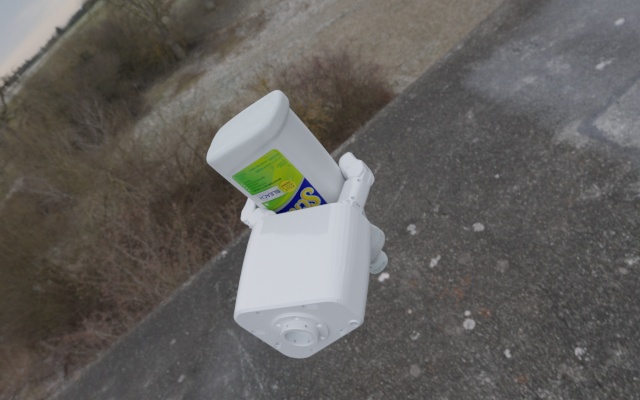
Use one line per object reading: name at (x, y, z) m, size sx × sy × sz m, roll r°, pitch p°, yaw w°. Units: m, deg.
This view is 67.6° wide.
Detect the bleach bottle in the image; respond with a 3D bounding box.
bleach bottle at (0.000, 0.002, 0.526) m, size 0.102 × 0.068 × 0.251 m, roll -26°, pitch -54°, yaw 31°
